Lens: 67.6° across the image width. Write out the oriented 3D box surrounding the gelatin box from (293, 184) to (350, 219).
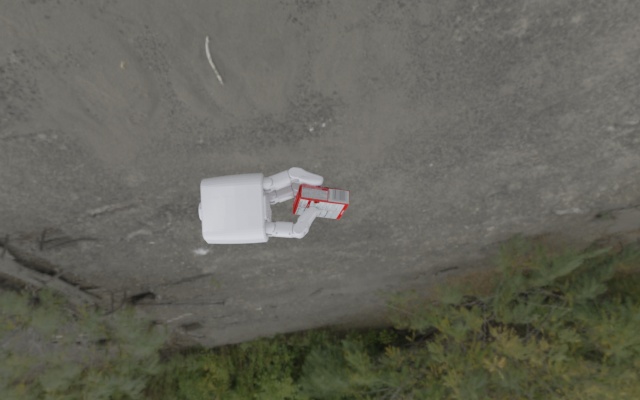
[{"bbox_3d":[0.000,0.003,0.835,0.089,0.030,0.073,8,-24,-9],"label":"gelatin box"}]
